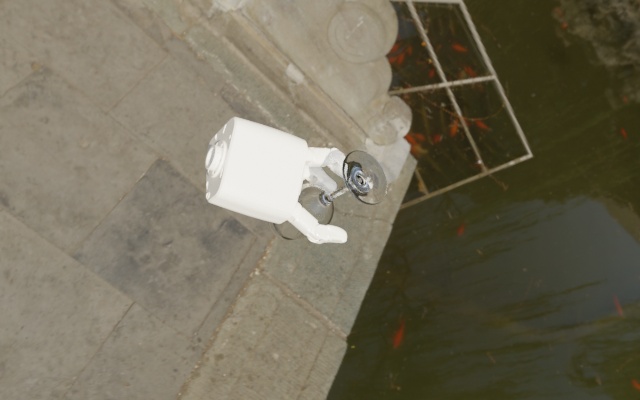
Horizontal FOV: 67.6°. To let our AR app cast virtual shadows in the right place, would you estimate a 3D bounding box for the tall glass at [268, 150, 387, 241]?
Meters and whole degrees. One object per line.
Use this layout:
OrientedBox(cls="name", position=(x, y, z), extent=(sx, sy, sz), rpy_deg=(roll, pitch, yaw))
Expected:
OrientedBox(cls="tall glass", position=(0.001, 0.002, 0.683), extent=(0.079, 0.079, 0.201), rpy_deg=(0, -19, -37))
